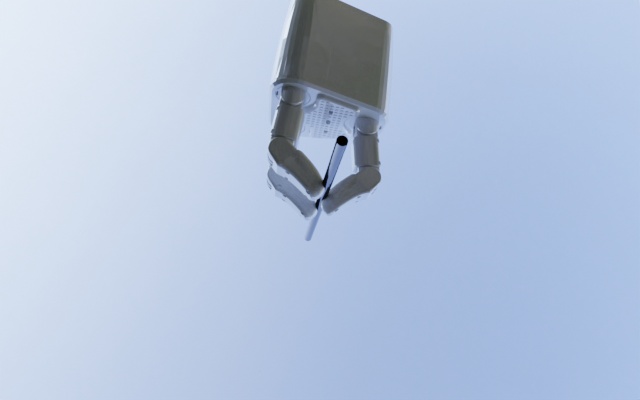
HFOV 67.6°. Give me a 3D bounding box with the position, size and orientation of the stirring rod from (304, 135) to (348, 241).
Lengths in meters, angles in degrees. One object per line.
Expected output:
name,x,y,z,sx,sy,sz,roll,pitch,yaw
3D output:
stirring rod,0.000,0.001,0.424,0.011,0.011,0.240,0,-20,-7
